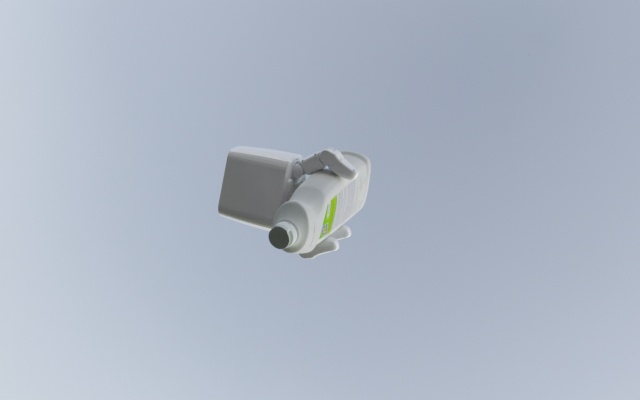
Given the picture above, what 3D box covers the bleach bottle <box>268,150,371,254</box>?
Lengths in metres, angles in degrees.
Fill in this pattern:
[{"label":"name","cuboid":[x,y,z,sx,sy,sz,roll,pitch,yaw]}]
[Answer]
[{"label":"bleach bottle","cuboid":[0.000,0.002,0.666,0.068,0.103,0.250,12,20,20]}]
